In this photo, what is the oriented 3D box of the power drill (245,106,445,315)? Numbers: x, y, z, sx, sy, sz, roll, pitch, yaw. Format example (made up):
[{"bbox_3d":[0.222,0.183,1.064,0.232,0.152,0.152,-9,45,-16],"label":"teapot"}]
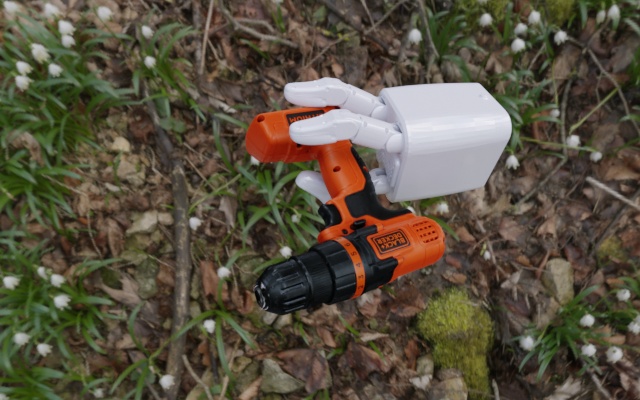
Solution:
[{"bbox_3d":[0.000,0.001,0.435,0.184,0.187,0.057,-13,-29,-31],"label":"power drill"}]
